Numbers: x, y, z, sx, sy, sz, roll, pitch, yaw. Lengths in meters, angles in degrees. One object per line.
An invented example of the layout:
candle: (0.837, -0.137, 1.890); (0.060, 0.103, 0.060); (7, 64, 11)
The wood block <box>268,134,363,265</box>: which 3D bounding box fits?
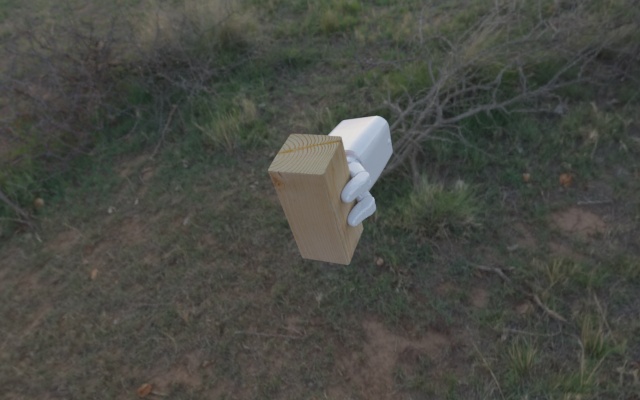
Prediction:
wood block: (0.000, 0.002, 0.773); (0.091, 0.090, 0.206); (6, -42, 24)
